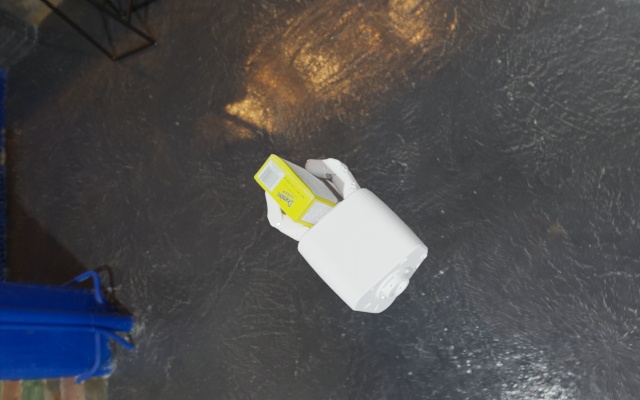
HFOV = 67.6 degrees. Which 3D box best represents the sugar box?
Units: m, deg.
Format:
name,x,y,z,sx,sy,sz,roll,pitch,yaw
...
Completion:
name,x,y,z,sx,sy,sz,roll,pitch,yaw
sugar box,0.000,0.003,0.638,0.093,0.048,0.176,47,11,32
